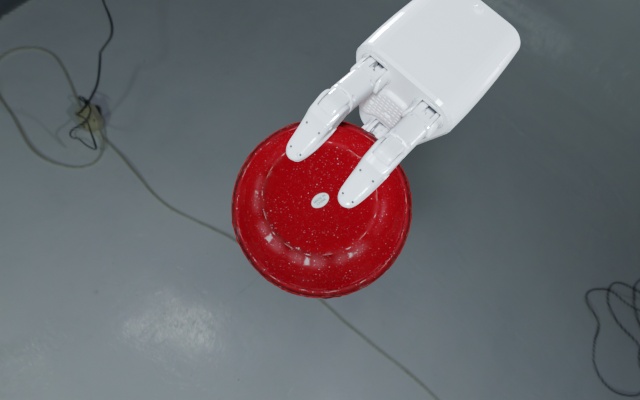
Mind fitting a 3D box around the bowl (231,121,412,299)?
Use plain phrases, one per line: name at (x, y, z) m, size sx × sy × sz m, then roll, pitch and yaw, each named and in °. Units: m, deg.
bowl at (-0.001, 0.002, 0.400) m, size 0.162 × 0.162 × 0.055 m, roll 0°, pitch -8°, yaw 2°
